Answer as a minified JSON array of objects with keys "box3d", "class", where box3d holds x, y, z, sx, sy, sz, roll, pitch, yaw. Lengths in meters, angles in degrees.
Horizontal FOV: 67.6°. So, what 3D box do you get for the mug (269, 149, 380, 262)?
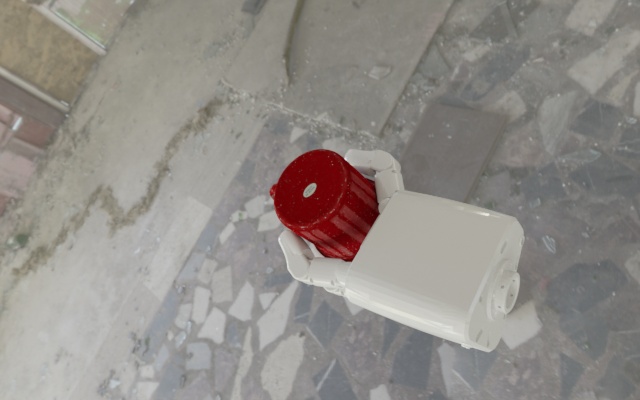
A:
[{"box3d":[-0.001,0.001,0.464,0.117,0.093,0.081,12,-16,37],"class":"mug"}]
